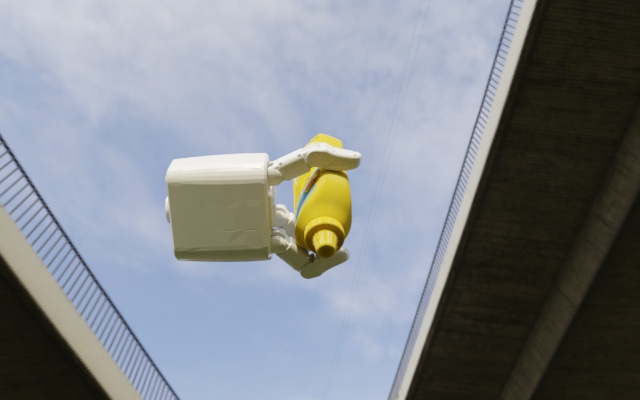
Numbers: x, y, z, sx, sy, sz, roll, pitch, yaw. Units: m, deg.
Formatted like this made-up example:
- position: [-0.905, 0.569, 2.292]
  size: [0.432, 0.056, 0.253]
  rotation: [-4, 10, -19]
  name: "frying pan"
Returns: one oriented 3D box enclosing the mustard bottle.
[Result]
- position: [0.000, 0.002, 0.545]
  size: [0.058, 0.096, 0.191]
  rotation: [19, 27, -13]
  name: "mustard bottle"
